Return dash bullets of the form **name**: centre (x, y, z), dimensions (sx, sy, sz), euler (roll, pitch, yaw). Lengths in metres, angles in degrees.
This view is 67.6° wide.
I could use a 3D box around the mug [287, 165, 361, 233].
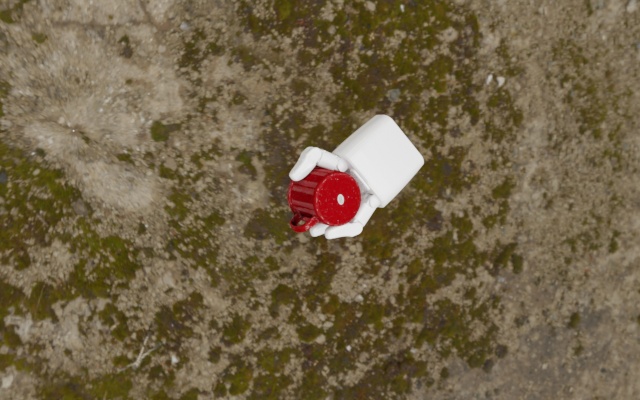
- **mug**: centre (-0.001, 0.003, 0.719), dimensions (0.117, 0.093, 0.081), euler (-45, 25, -16)
